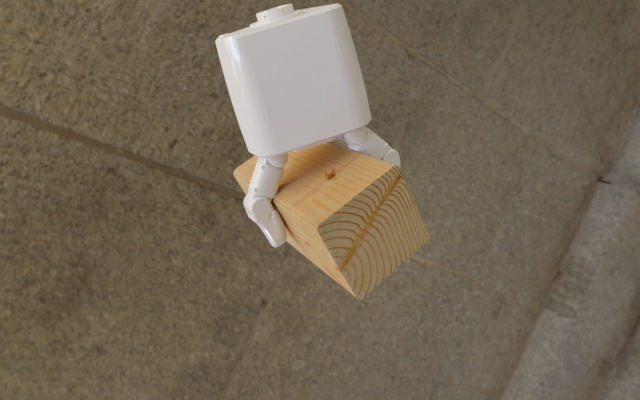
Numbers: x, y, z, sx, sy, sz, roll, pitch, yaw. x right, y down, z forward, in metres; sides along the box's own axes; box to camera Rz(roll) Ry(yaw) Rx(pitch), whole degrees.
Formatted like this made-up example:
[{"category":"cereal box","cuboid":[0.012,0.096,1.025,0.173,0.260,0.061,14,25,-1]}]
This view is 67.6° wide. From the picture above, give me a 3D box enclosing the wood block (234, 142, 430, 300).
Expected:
[{"category":"wood block","cuboid":[0.000,0.002,0.490,0.091,0.090,0.206,-38,30,-14]}]
